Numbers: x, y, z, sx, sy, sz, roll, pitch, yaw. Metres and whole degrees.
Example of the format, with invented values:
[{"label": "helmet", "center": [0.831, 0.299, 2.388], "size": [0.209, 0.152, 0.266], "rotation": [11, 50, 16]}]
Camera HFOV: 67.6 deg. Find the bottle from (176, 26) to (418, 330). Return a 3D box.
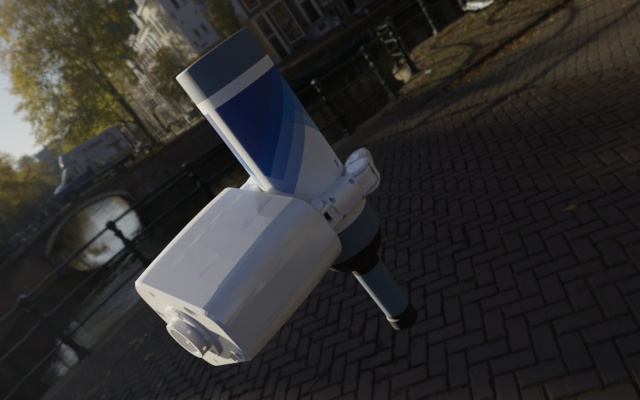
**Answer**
[{"label": "bottle", "center": [0.000, 0.001, 0.406], "size": [0.069, 0.296, 0.069], "rotation": [-31, 20, 13]}]
